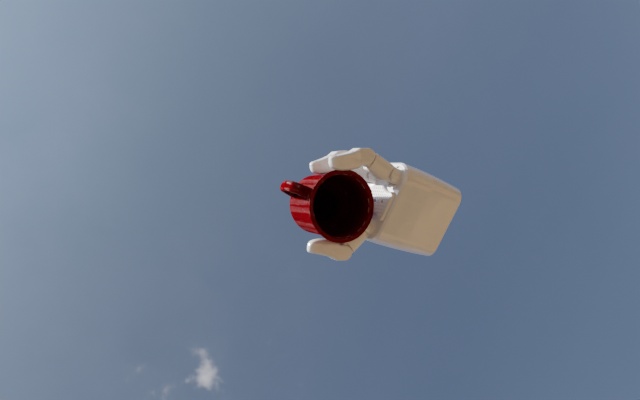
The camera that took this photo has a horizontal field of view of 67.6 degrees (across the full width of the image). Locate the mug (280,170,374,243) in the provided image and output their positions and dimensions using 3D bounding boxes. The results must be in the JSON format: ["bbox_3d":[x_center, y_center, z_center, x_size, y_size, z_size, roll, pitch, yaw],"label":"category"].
[{"bbox_3d":[-0.001,0.002,0.626,0.117,0.093,0.081,21,-7,-26],"label":"mug"}]
